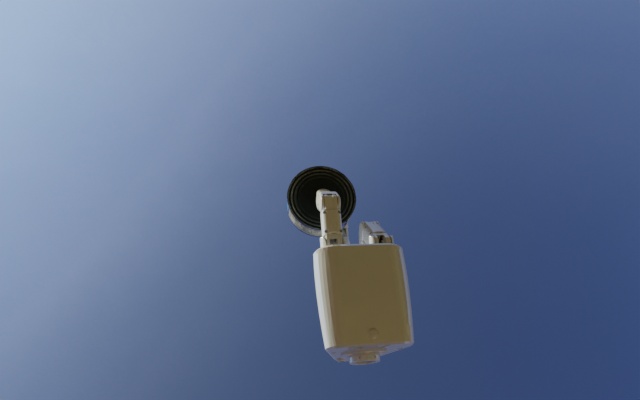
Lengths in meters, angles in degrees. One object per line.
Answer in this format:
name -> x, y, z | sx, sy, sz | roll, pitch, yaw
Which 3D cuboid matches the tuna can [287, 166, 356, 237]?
tuna can -> 0.000, 0.002, 0.602 | 0.086, 0.086, 0.034 | 0, -24, -6
